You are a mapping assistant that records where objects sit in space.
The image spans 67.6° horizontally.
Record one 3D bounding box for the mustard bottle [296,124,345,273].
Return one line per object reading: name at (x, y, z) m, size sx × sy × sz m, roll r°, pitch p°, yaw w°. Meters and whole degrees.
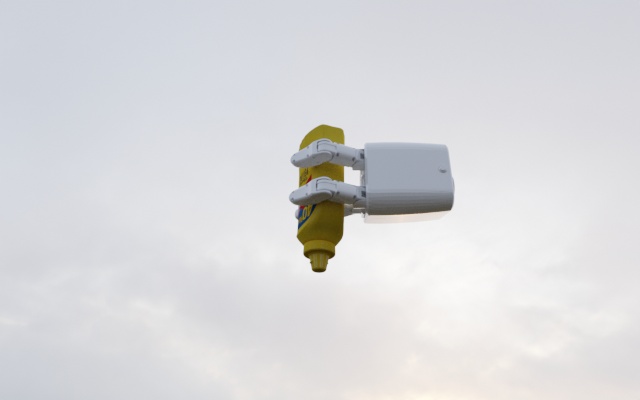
mustard bottle at (0.000, 0.002, 0.630) m, size 0.058 × 0.191 × 0.096 m, roll 11°, pitch -30°, yaw -20°
